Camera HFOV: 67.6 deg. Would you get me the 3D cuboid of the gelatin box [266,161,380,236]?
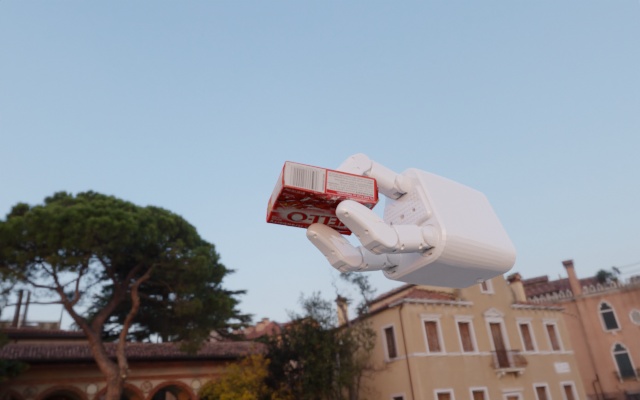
[{"bbox_3d":[0.000,0.001,0.447,0.089,0.030,0.073,10,-31,-14],"label":"gelatin box"}]
